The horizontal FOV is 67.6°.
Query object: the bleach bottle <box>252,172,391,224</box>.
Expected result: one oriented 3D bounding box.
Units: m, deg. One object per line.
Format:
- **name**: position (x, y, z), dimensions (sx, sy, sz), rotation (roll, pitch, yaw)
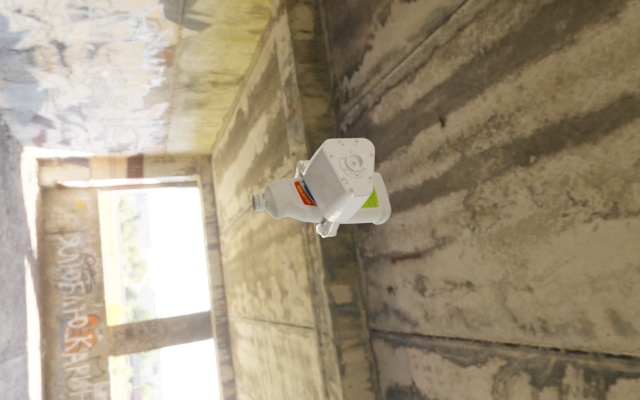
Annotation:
- **bleach bottle**: position (0.000, 0.003, 0.888), dimensions (0.251, 0.102, 0.068), rotation (-5, -22, -21)
